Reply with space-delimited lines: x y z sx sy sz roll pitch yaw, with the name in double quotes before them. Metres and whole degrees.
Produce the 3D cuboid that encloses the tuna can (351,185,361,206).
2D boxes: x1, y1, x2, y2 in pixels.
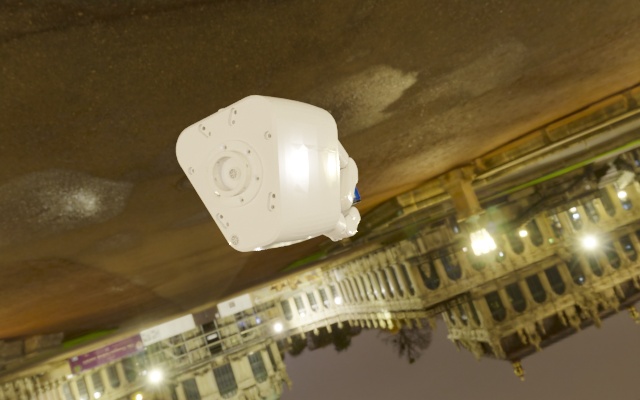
"tuna can" 0.000 0.002 0.522 0.086 0.034 0.086 -22 -3 -1
